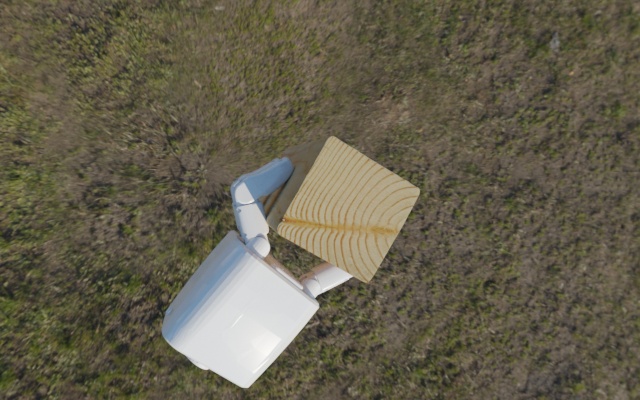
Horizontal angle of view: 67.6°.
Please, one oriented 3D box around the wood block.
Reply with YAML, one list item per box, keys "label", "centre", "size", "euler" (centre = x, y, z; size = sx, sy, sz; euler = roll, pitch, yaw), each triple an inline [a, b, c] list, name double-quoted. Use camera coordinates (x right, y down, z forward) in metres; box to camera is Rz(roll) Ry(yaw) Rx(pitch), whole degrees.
- label: "wood block"
  centre: [0.000, 0.002, 0.474]
  size: [0.091, 0.090, 0.206]
  euler: [31, -4, -14]
